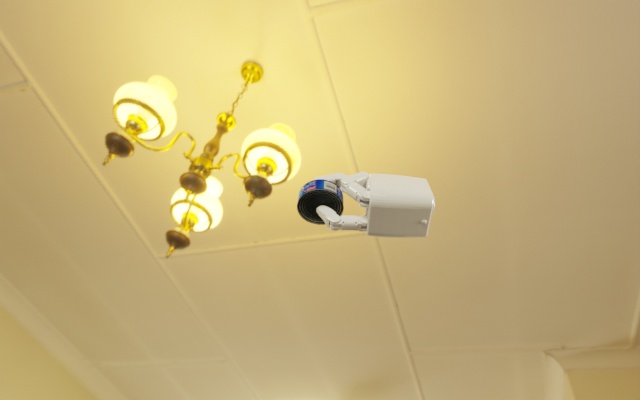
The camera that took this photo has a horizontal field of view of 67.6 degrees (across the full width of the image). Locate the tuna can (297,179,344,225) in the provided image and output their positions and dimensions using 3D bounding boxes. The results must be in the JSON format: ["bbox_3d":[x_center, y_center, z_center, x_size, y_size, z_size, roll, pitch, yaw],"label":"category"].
[{"bbox_3d":[0.000,0.003,0.883,0.086,0.086,0.033,0,41,2],"label":"tuna can"}]
